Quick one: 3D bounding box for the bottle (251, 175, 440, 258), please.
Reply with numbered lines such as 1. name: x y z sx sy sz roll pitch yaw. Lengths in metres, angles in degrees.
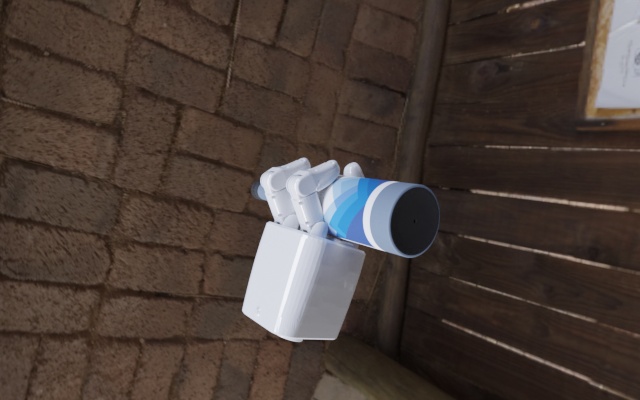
1. bottle: 0.000 0.002 0.545 0.069 0.069 0.295 0 7 -36
